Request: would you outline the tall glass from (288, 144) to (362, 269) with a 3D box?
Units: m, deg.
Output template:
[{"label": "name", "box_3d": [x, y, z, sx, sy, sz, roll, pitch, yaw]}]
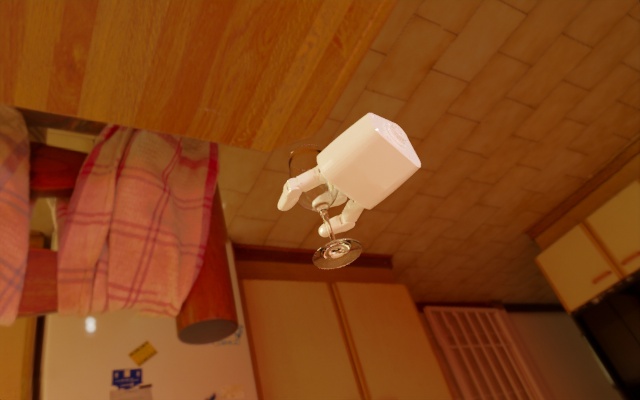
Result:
[{"label": "tall glass", "box_3d": [0.000, 0.003, 0.746, 0.079, 0.201, 0.079, -12, -37, -9]}]
